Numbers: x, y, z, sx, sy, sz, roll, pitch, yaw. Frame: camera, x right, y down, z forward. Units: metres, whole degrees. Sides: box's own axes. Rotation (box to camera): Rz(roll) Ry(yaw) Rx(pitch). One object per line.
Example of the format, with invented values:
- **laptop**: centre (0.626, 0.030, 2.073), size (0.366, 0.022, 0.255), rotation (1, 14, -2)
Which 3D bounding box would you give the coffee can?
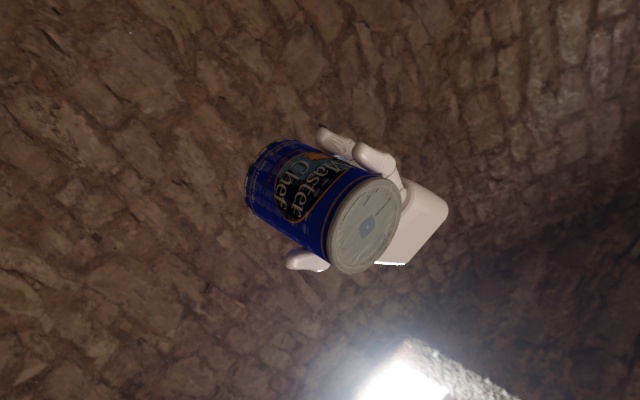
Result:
- **coffee can**: centre (0.000, 0.002, 0.510), size (0.103, 0.103, 0.140), rotation (0, 21, -47)
